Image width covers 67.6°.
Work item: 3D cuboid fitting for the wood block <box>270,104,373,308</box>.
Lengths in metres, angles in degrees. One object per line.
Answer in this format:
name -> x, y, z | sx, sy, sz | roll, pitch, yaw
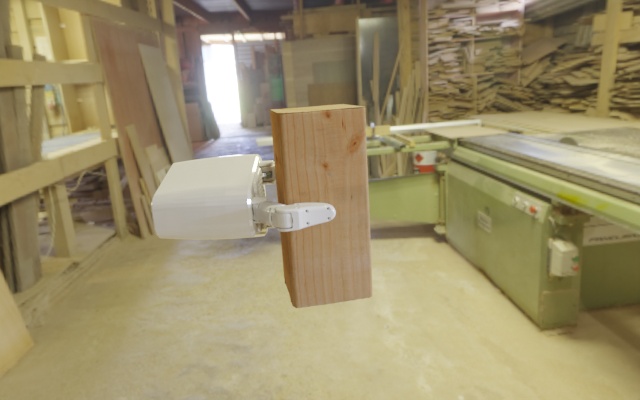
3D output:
wood block -> 0.000, 0.002, 0.531 | 0.090, 0.206, 0.090 | -6, 14, -10
